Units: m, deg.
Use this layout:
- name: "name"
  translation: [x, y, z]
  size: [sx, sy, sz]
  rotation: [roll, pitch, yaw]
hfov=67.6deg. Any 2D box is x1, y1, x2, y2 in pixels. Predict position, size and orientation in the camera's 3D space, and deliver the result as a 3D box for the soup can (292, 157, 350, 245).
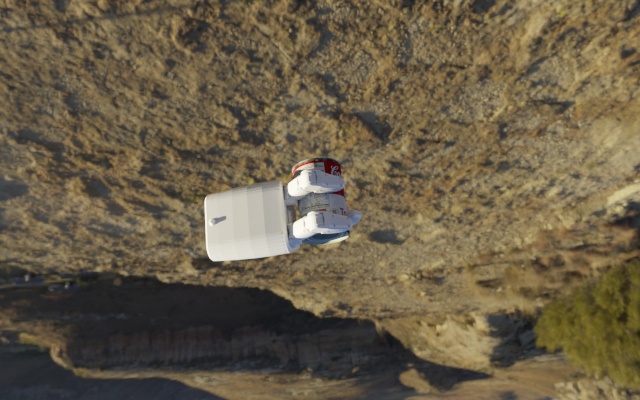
- name: "soup can"
  translation: [0.001, 0.002, 0.645]
  size: [0.068, 0.102, 0.068]
  rotation: [-6, -21, -2]
